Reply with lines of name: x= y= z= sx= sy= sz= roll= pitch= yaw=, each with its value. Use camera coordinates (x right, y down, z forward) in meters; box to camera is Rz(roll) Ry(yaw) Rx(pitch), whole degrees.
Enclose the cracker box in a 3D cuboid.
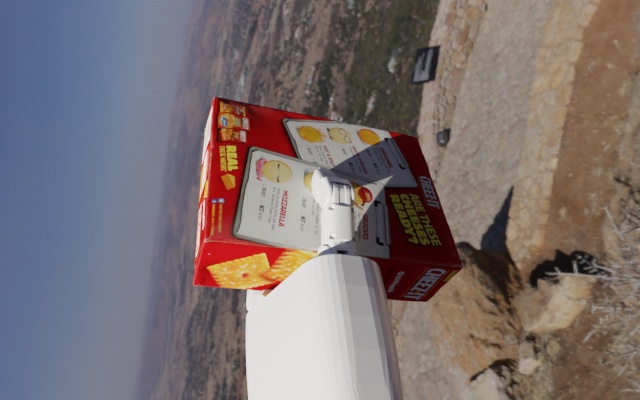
cracker box: x=0.000 y=0.001 z=0.435 sx=0.214 sy=0.164 sz=0.072 roll=8 pitch=-42 yaw=-19
